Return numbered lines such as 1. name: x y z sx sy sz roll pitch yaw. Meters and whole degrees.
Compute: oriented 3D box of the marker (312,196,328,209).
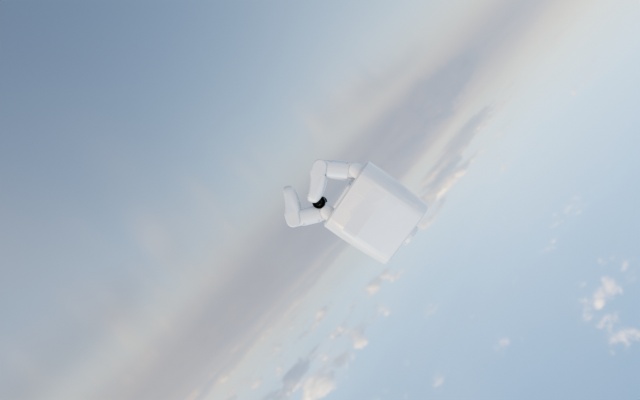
1. marker: 0.000 0.002 0.726 0.020 0.020 0.121 0 0 2
